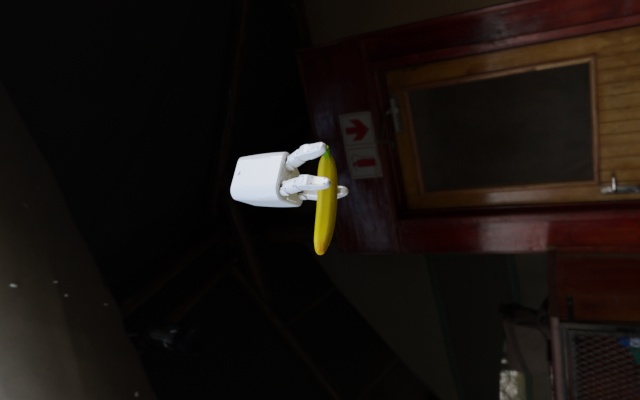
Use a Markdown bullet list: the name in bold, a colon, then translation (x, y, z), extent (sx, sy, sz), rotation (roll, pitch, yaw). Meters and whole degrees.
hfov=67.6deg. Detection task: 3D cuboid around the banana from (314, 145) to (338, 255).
- **banana**: translation (0.007, 0.000, 0.884), extent (0.037, 0.198, 0.069), rotation (0, -3, 22)
